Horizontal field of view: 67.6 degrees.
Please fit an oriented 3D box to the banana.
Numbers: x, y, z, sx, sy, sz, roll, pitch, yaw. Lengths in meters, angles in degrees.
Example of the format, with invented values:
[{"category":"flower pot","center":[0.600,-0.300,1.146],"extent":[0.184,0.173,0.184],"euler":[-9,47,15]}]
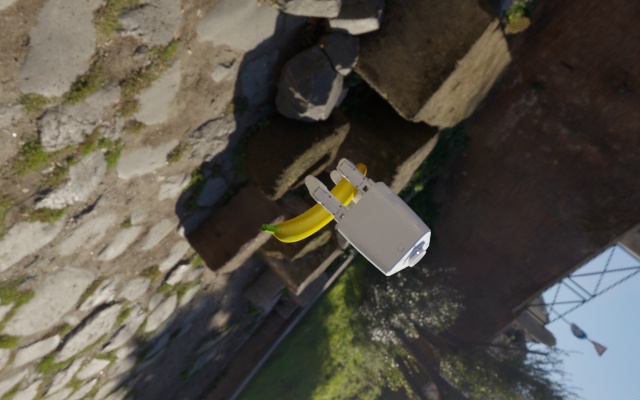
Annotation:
[{"category":"banana","center":[0.000,0.014,0.785],"extent":[0.198,0.037,0.070],"euler":[-34,-30,-10]}]
